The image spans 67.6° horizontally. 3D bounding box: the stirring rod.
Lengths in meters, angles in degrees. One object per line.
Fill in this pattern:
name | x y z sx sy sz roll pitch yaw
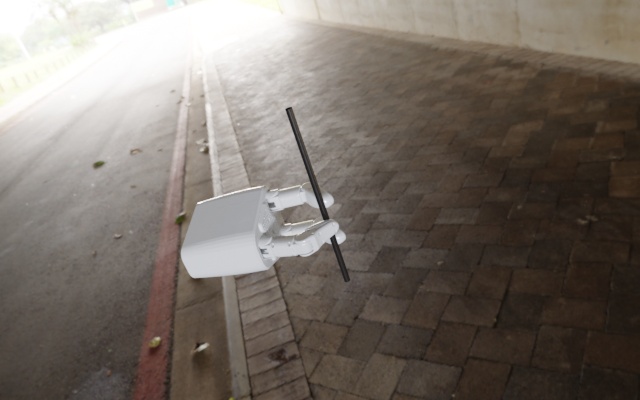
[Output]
stirring rod | 0.000 0.002 0.575 0.011 0.240 0.011 -15 26 8
